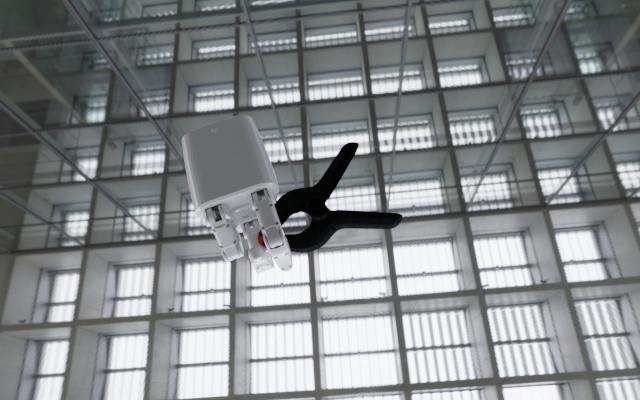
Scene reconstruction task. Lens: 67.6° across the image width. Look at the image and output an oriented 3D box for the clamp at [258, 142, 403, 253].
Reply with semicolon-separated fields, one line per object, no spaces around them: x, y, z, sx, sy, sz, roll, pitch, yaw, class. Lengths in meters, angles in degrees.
0.000;0.002;0.580;0.171;0.120;0.039;-19;-24;-3;clamp
